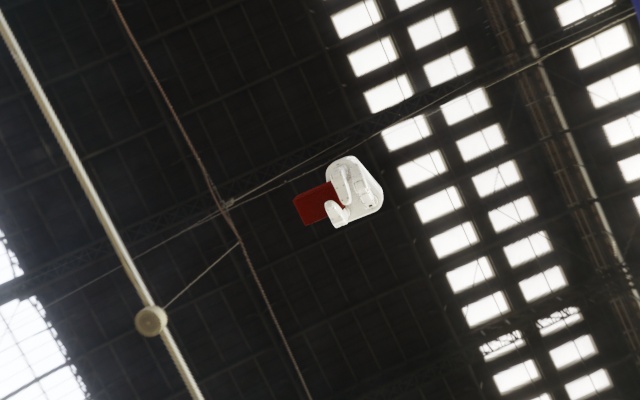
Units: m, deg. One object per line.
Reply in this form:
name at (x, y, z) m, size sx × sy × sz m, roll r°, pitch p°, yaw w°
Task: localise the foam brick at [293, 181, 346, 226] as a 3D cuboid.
foam brick at (0.000, 0.003, 0.843) m, size 0.078 × 0.053 × 0.051 m, roll -23°, pitch 7°, yaw 12°
